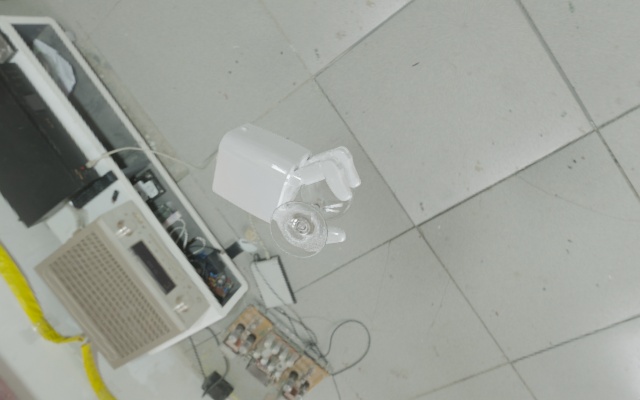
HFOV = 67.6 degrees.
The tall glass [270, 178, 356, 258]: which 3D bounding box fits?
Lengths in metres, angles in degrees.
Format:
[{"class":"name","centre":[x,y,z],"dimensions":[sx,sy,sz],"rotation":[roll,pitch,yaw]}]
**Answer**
[{"class":"tall glass","centre":[0.000,0.003,0.665],"dimensions":[0.079,0.079,0.201],"rotation":[0,19,17]}]
